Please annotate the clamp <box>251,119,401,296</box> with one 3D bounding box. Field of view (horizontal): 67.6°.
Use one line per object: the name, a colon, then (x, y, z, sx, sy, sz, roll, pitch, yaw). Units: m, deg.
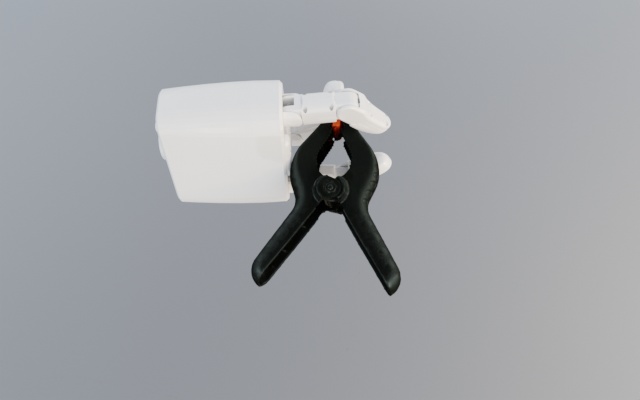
clamp: (0.000, 0.001, 0.413, 0.120, 0.171, 0.039, -3, -27, -2)
